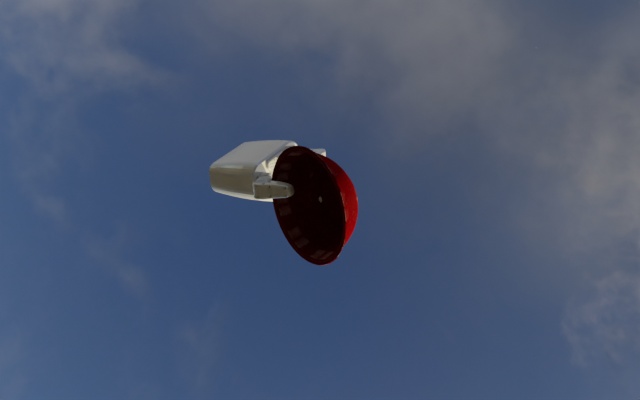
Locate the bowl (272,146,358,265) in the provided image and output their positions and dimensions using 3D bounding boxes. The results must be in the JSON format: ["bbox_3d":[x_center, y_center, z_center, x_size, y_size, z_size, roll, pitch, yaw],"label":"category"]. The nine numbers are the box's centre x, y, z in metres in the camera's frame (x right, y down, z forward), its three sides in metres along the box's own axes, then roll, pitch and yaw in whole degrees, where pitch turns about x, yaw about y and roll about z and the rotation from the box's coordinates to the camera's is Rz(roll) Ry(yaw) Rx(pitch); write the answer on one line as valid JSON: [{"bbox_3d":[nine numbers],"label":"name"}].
[{"bbox_3d":[0.001,0.003,0.641,0.055,0.162,0.162,-17,10,-35],"label":"bowl"}]
